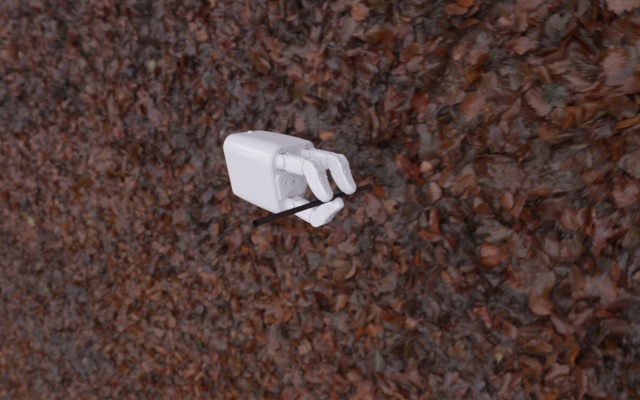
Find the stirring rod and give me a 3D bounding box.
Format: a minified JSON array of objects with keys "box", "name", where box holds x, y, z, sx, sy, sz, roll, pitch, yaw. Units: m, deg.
[{"box":[0.000,0.002,0.635,0.011,0.011,0.239,0,12,39],"name":"stirring rod"}]
